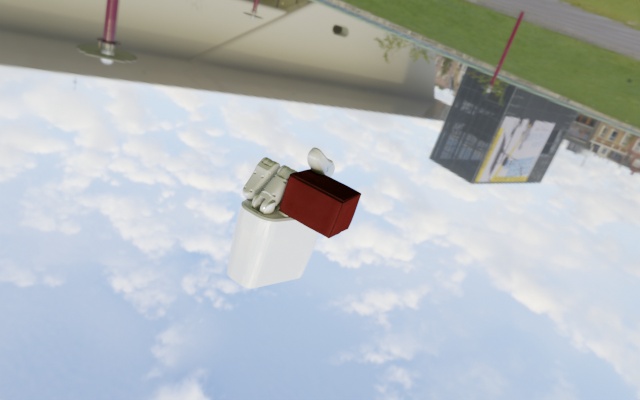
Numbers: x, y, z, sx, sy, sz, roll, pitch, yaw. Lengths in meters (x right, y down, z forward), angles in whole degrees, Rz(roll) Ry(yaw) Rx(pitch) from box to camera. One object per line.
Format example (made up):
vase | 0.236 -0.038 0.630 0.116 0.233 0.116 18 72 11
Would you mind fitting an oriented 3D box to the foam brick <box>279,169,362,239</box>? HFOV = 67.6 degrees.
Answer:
foam brick | 0.000 0.002 0.578 0.078 0.051 0.053 28 23 23
